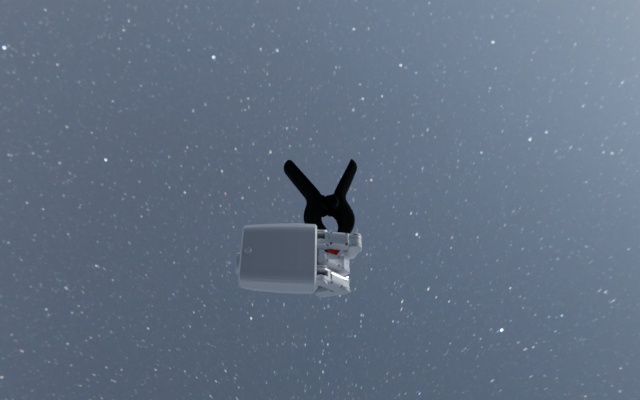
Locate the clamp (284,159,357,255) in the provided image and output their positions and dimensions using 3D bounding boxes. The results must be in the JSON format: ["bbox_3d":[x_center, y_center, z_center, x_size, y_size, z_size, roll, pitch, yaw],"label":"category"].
[{"bbox_3d":[0.000,0.003,0.744,0.120,0.171,0.039,3,-32,-4],"label":"clamp"}]
